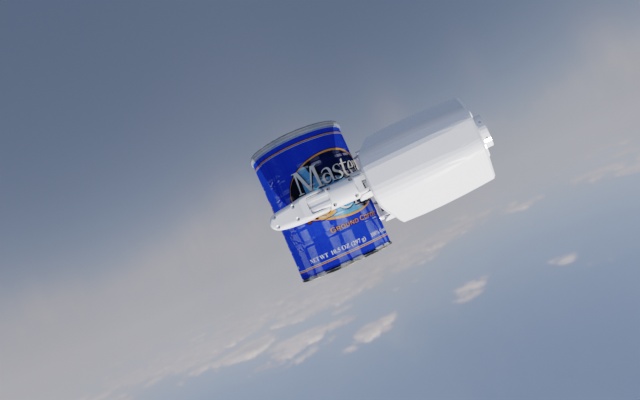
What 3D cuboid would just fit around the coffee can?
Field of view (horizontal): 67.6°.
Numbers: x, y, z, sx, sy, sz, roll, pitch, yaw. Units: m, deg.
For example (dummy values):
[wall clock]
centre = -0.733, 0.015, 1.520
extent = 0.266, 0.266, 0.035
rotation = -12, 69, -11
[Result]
[coffee can]
centre = 0.000, 0.002, 0.505
extent = 0.103, 0.140, 0.103
rotation = -24, -5, -2
